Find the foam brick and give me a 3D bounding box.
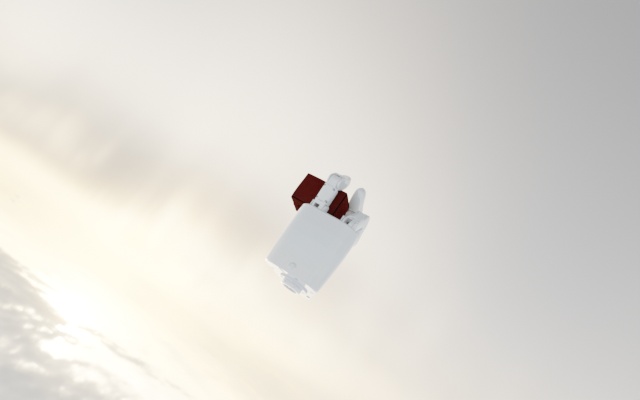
[{"bbox_3d":[0.000,0.002,0.765,0.078,0.051,0.053,29,-20,20],"label":"foam brick"}]
